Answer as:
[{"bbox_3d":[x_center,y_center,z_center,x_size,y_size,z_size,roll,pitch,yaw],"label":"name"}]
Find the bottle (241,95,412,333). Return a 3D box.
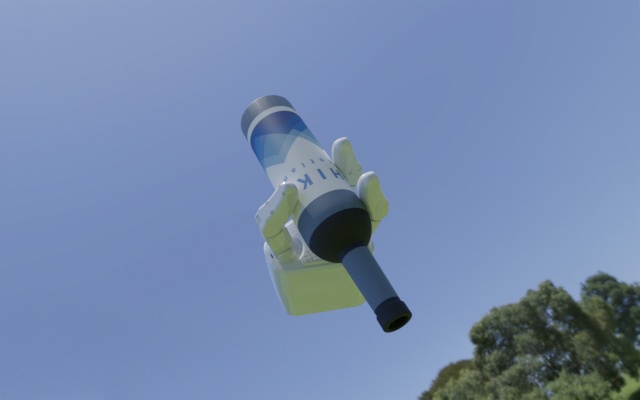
[{"bbox_3d":[0.000,0.001,0.477,0.069,0.069,0.295,0,42,-35],"label":"bottle"}]
